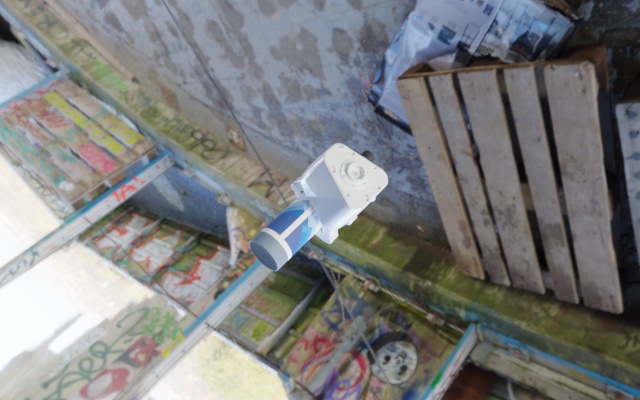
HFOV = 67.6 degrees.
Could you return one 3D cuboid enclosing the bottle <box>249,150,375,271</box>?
[{"bbox_3d":[0.000,0.003,0.855,0.295,0.069,0.069,-43,24,-28],"label":"bottle"}]
